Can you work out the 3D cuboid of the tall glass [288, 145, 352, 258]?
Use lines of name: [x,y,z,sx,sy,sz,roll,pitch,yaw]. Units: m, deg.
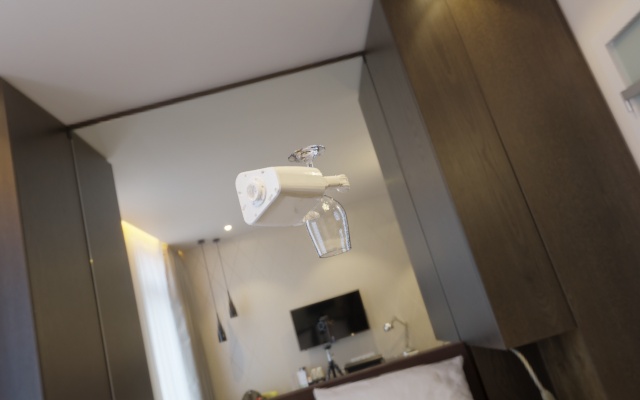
tall glass: [0.000,0.002,0.891,0.079,0.201,0.079,-16,-14,-4]
